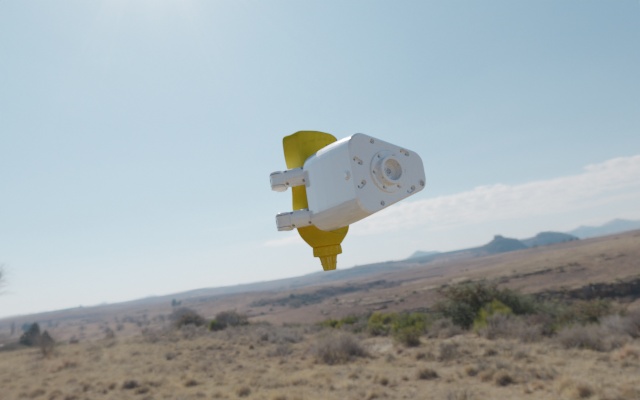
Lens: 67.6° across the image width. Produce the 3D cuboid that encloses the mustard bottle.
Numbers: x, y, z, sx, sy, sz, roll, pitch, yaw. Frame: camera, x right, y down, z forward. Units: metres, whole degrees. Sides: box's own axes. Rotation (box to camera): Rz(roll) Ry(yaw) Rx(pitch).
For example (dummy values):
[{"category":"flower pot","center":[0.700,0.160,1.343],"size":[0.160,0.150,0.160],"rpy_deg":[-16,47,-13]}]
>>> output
[{"category":"mustard bottle","center":[0.000,0.002,0.669],"size":[0.058,0.191,0.096],"rpy_deg":[-14,-10,35]}]
